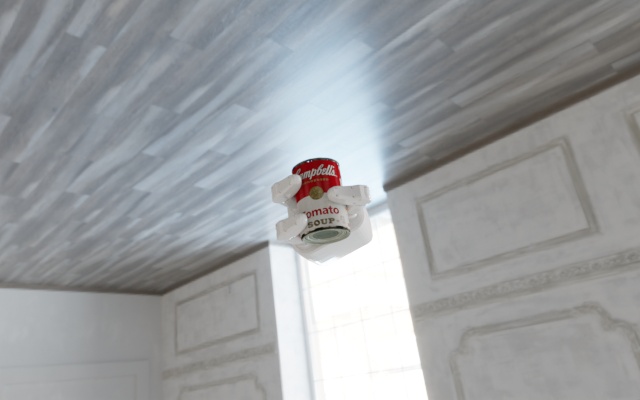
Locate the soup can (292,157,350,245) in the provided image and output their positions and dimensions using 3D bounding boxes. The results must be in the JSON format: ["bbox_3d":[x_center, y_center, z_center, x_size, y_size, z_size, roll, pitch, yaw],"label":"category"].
[{"bbox_3d":[0.000,0.002,0.645,0.068,0.102,0.068,-7,-22,-3],"label":"soup can"}]
